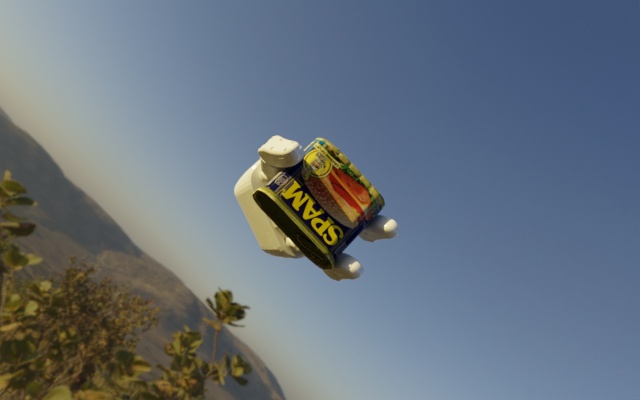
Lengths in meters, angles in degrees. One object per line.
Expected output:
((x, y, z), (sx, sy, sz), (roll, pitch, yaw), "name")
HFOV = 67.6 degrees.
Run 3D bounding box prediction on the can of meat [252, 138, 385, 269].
((0.000, 0.001, 0.466), (0.084, 0.102, 0.057), (-45, 6, -19), "can of meat")
